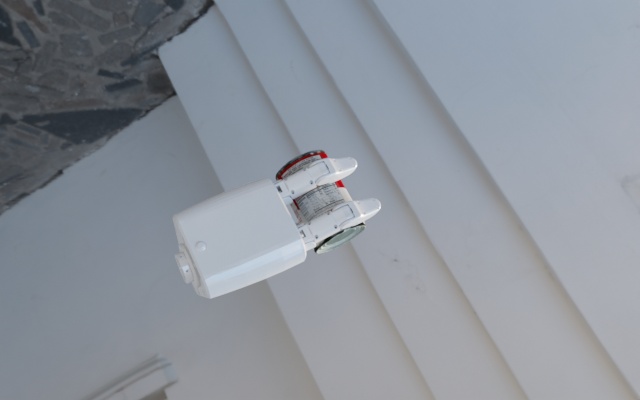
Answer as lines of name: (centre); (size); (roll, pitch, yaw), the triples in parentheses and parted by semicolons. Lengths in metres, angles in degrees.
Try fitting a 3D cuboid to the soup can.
soup can: (0.001, 0.002, 0.553); (0.068, 0.102, 0.068); (-26, -16, -8)
